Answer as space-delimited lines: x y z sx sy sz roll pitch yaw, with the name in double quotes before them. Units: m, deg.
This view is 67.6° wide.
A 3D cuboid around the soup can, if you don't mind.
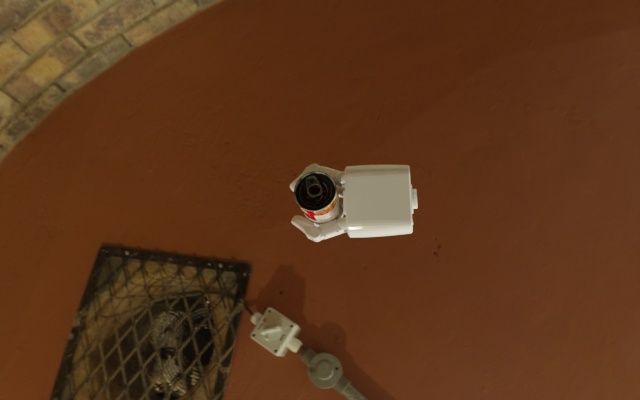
"soup can" 0.000 0.003 0.792 0.068 0.068 0.102 0 -21 11
